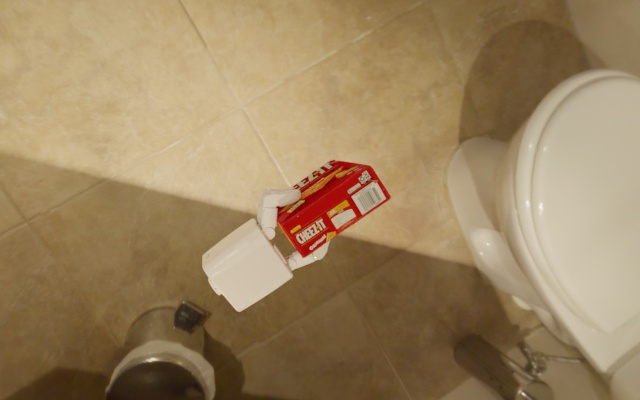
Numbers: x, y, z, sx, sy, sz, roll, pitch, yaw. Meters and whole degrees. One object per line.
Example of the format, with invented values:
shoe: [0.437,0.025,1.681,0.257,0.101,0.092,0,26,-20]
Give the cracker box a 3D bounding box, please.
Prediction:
cracker box: [0.000,0.003,0.802,0.164,0.072,0.213,-34,14,-7]
